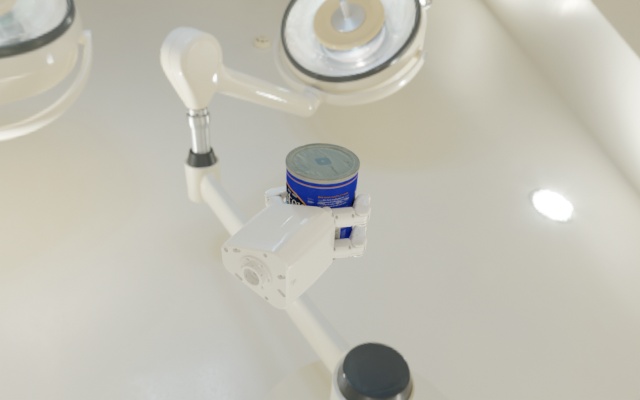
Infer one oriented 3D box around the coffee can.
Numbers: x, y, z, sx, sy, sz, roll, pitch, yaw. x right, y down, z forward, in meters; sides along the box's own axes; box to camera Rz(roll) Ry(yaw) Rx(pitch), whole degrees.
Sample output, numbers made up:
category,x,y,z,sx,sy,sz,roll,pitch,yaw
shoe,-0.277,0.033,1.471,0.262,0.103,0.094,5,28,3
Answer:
category,x,y,z,sx,sy,sz,roll,pitch,yaw
coffee can,0.000,0.002,0.693,0.103,0.140,0.102,2,34,-1
